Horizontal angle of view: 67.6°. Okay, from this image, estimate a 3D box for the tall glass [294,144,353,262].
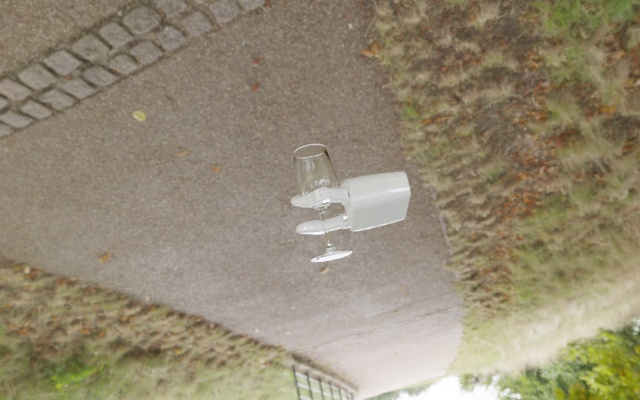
[{"bbox_3d":[0.000,0.003,0.852,0.079,0.201,0.079,-11,-16,-3],"label":"tall glass"}]
